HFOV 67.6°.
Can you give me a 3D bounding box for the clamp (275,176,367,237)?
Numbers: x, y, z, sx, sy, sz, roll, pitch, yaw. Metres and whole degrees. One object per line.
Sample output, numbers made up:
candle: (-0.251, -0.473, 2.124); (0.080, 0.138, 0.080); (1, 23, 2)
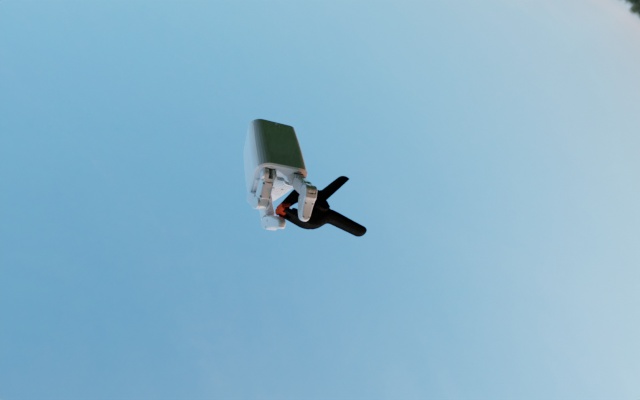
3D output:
clamp: (0.000, 0.003, 0.840); (0.171, 0.120, 0.039); (9, -38, -32)
